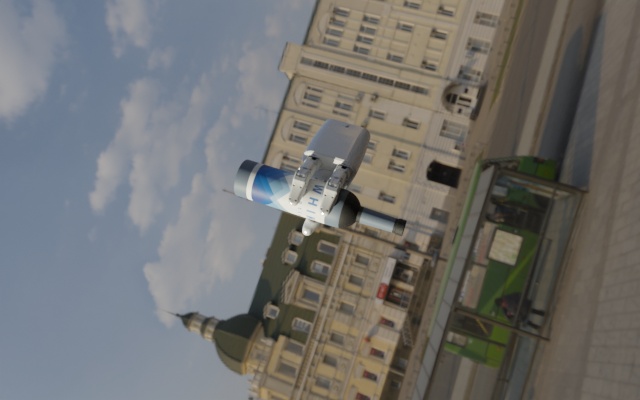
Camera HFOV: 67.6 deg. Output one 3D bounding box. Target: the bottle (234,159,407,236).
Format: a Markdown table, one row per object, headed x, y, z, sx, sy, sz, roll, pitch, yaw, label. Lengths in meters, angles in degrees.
| x | y | z | sx | sy | sz | roll | pitch | yaw | label |
| --- | --- | --- | --- | --- | --- | --- | --- | --- | --- |
| 0.000 | 0.003 | 0.812 | 0.295 | 0.069 | 0.069 | 17 | 3 | 11 | bottle |
